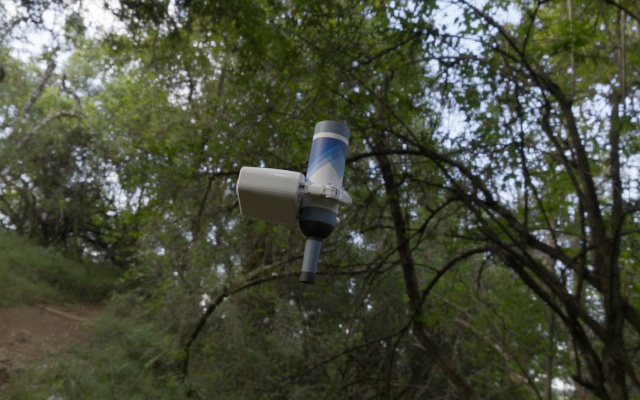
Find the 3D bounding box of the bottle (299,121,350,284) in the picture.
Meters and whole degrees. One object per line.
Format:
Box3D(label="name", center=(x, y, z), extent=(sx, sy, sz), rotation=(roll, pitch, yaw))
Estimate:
Box3D(label="bottle", center=(0.000, 0.003, 0.865), extent=(0.069, 0.295, 0.069), rotation=(9, -16, 3))
